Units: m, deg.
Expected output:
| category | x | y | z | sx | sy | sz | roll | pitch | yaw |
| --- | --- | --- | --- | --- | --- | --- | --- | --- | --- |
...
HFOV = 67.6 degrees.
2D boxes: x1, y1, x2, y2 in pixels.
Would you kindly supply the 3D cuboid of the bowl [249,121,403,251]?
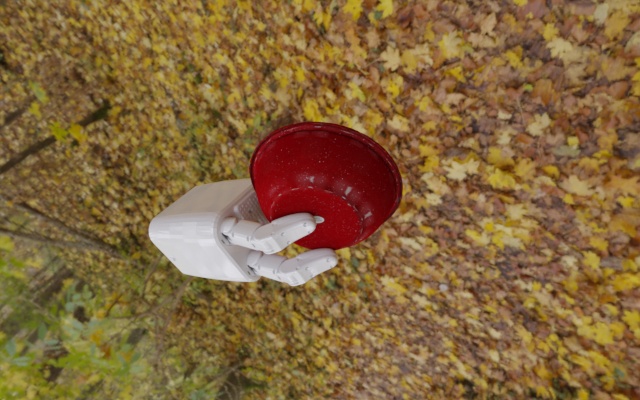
| category | x | y | z | sx | sy | sz | roll | pitch | yaw |
| --- | --- | --- | --- | --- | --- | --- | --- | --- | --- |
| bowl | 0.001 | 0.001 | 0.479 | 0.162 | 0.055 | 0.162 | 7 | -43 | 7 |
